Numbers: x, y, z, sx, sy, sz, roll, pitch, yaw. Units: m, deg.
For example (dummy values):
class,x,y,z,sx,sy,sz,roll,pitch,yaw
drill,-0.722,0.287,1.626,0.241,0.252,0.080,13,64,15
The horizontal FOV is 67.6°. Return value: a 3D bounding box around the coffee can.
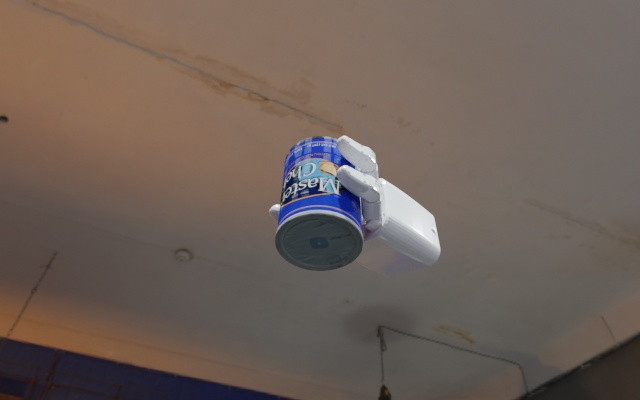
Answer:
class,x,y,z,sx,sy,sz,roll,pitch,yaw
coffee can,0.000,0.002,0.601,0.103,0.103,0.140,1,45,1
